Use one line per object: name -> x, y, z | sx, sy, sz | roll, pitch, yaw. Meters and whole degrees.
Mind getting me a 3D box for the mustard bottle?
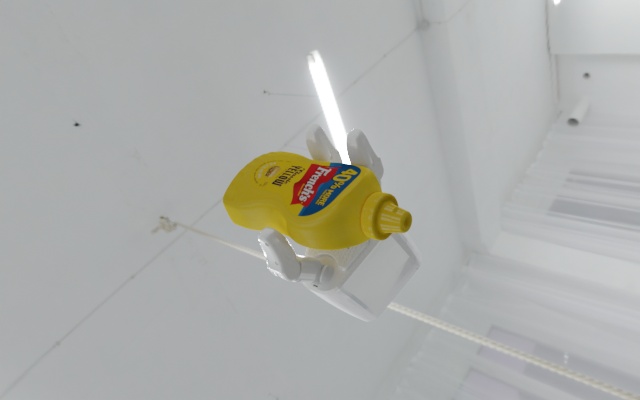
mustard bottle -> 0.000, 0.001, 0.452 | 0.191, 0.058, 0.096 | 14, 45, 40
